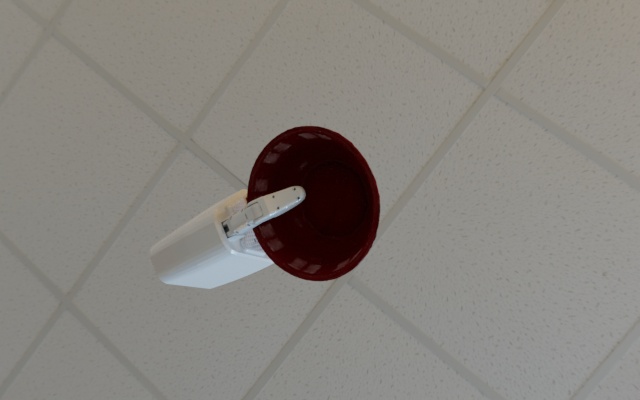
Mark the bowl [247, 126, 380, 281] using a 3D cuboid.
[{"bbox_3d":[0.001,0.001,0.513,0.162,0.162,0.055,0,6,32],"label":"bowl"}]
